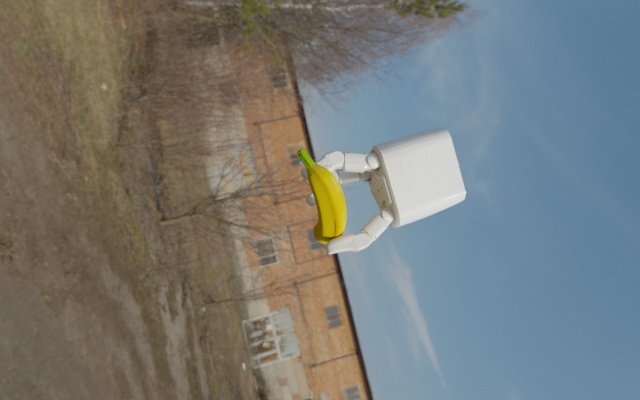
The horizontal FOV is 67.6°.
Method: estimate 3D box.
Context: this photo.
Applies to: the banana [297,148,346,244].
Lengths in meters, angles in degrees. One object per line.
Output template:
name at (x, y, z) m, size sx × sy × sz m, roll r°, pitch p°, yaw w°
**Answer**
banana at (0.008, 0.013, 0.629) m, size 0.037 × 0.069 × 0.198 m, roll -24°, pitch -34°, yaw -12°
